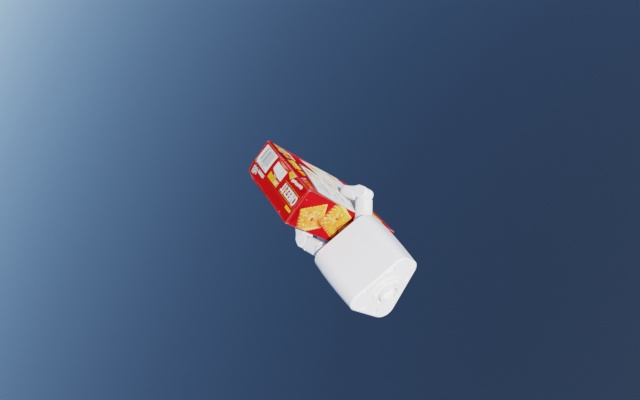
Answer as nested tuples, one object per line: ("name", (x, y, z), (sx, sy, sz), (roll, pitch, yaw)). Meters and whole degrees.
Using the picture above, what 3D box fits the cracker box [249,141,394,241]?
("cracker box", (0.000, 0.002, 0.809), (0.214, 0.072, 0.164), (27, 16, -42))
